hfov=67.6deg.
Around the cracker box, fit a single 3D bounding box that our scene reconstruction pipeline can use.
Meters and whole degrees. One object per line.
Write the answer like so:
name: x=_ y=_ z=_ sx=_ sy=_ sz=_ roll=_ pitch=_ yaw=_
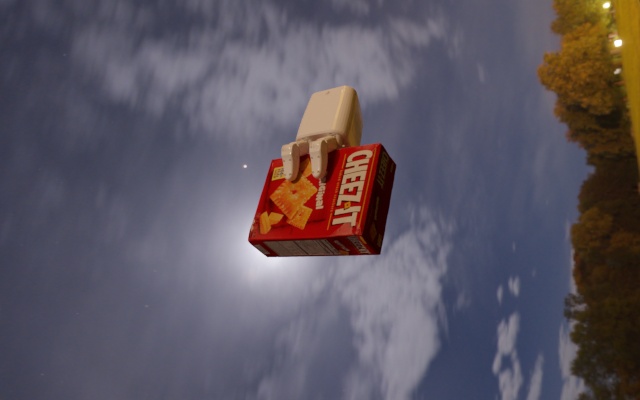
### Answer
cracker box: x=0.000 y=0.003 z=0.764 sx=0.214 sy=0.164 sz=0.072 roll=-6 pitch=-34 yaw=33
